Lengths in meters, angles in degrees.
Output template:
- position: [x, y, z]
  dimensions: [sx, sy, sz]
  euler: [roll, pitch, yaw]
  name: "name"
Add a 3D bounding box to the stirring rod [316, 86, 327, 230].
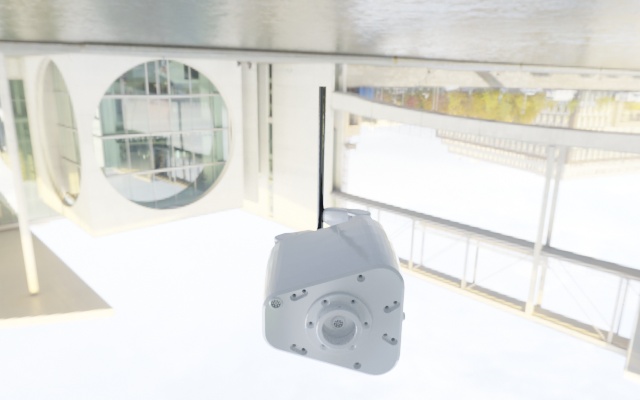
- position: [0.000, 0.002, 0.510]
  dimensions: [0.011, 0.239, 0.011]
  euler: [1, 15, 0]
  name: "stirring rod"
